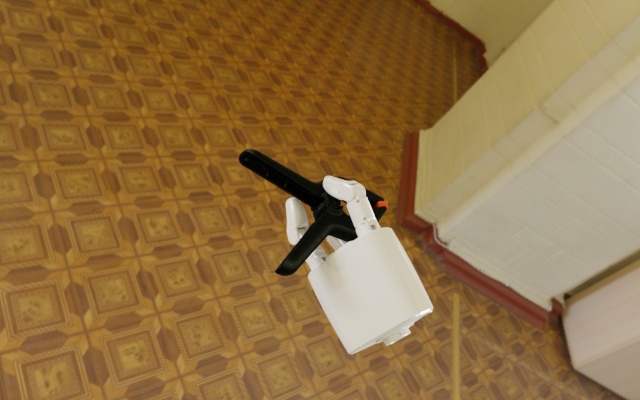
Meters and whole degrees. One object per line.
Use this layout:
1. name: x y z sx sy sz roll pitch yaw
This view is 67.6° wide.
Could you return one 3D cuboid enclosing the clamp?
1. clamp: 0.001 0.002 0.603 0.210 0.164 0.036 -7 -27 -42
